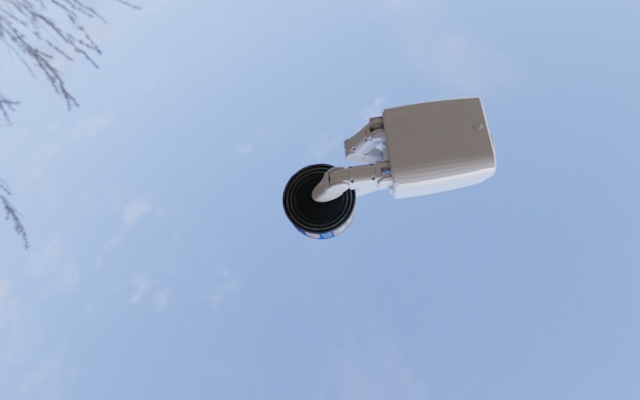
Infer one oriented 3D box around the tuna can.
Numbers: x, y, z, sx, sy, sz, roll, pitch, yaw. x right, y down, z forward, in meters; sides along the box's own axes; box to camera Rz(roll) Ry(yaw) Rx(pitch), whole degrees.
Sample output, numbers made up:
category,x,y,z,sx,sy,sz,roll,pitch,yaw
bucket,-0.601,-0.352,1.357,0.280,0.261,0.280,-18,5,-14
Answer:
category,x,y,z,sx,sy,sz,roll,pitch,yaw
tuna can,0.000,0.002,0.566,0.086,0.086,0.034,0,-19,8
